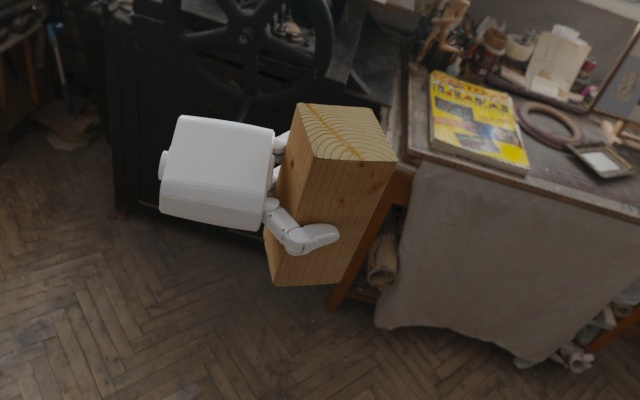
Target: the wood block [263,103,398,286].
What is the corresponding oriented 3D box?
[{"bbox_3d":[0.000,0.002,0.551,0.090,0.090,0.206,0,-44,-20],"label":"wood block"}]
